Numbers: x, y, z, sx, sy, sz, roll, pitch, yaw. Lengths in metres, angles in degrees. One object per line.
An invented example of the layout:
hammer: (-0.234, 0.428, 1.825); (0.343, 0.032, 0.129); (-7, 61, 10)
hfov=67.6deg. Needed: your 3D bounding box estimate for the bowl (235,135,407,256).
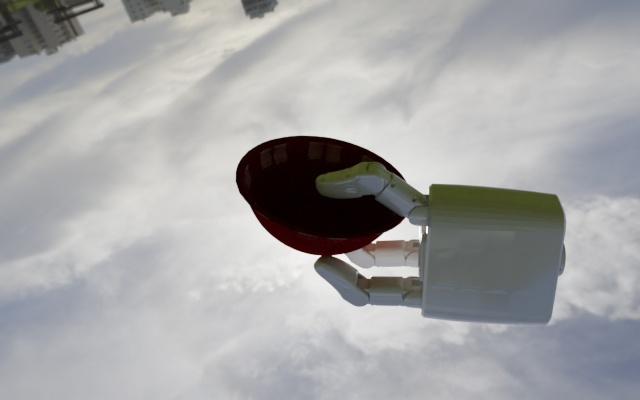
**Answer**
bowl: (-0.001, 0.001, 0.450); (0.162, 0.055, 0.162); (8, 36, -6)
